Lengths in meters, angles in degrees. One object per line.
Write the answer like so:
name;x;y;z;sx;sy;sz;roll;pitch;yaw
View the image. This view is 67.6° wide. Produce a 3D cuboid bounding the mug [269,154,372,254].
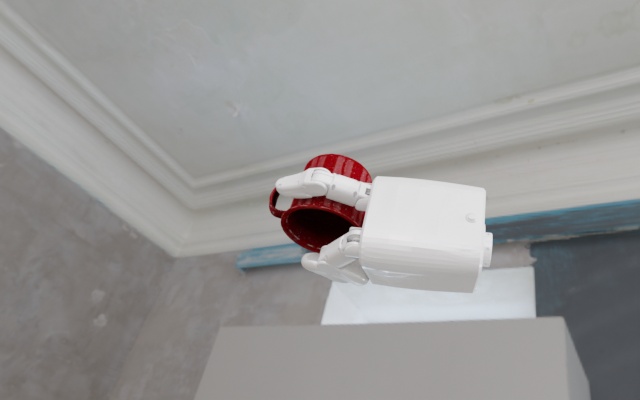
mug;-0.001;0.001;0.535;0.117;0.081;0.093;6;-36;16
